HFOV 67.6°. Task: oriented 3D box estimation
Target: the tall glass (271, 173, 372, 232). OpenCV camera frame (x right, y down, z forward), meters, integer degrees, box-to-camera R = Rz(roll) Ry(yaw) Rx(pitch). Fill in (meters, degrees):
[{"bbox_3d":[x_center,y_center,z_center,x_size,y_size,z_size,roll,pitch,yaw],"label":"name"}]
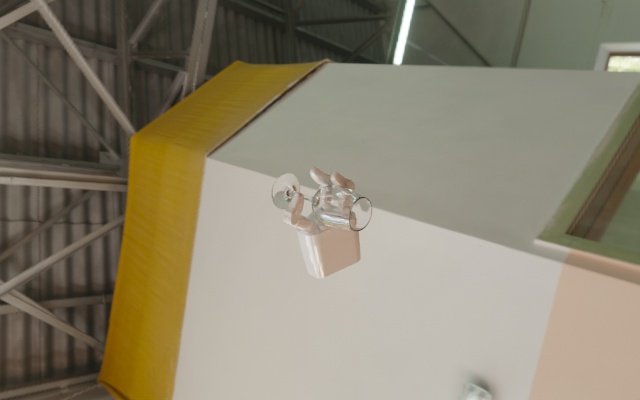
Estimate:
[{"bbox_3d":[0.000,0.003,0.890,0.079,0.079,0.201,0,12,-46],"label":"tall glass"}]
